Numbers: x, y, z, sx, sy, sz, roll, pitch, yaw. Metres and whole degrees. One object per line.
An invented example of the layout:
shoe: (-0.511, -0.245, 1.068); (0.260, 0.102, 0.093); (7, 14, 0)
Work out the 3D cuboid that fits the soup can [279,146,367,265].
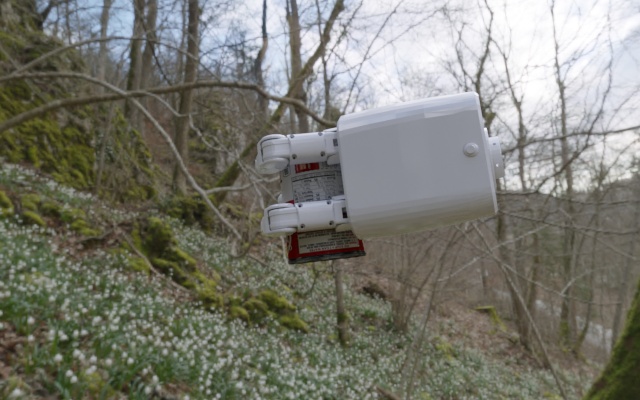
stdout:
soup can: (0.000, 0.001, 0.418); (0.068, 0.102, 0.068); (-7, -8, -1)
